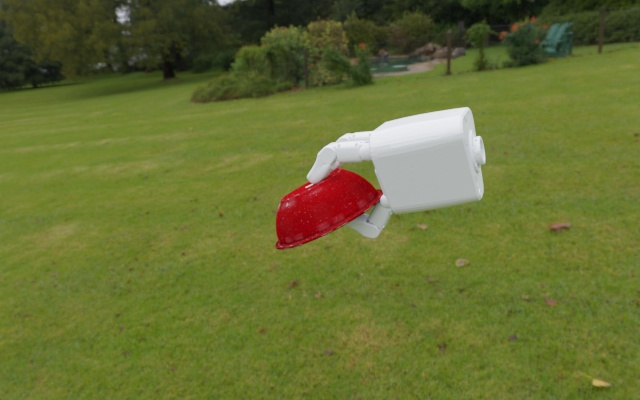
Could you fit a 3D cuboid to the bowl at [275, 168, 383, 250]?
[{"bbox_3d":[-0.001,0.002,0.633,0.162,0.055,0.162,-27,8,4],"label":"bowl"}]
